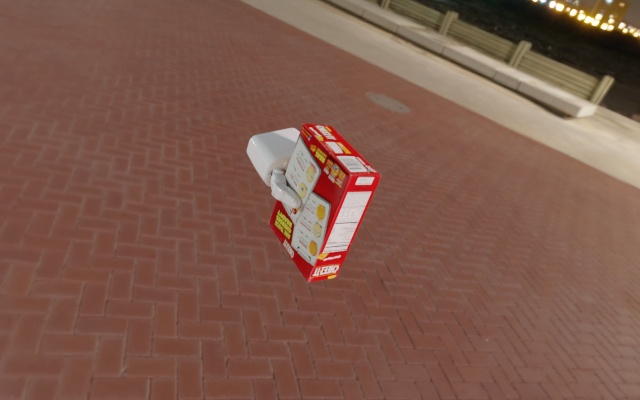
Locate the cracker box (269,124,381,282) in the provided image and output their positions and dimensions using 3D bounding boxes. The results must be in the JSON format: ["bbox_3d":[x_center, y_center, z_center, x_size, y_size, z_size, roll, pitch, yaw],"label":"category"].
[{"bbox_3d":[0.000,0.003,0.809,0.072,0.214,0.164,-1,36,-34],"label":"cracker box"}]
